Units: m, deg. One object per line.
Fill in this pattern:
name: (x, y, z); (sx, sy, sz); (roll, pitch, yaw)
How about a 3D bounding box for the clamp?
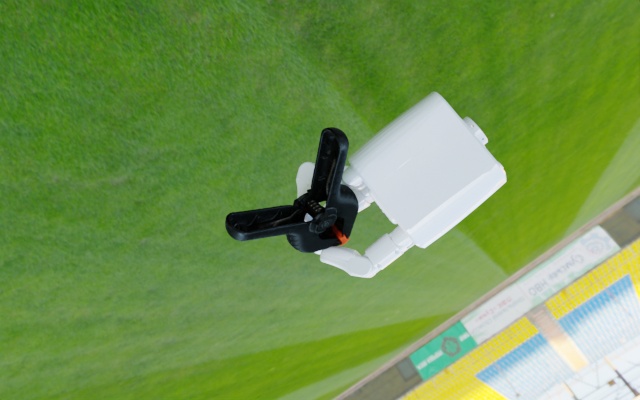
clamp: (0.000, 0.002, 0.435); (0.120, 0.039, 0.171); (-40, -23, 11)
